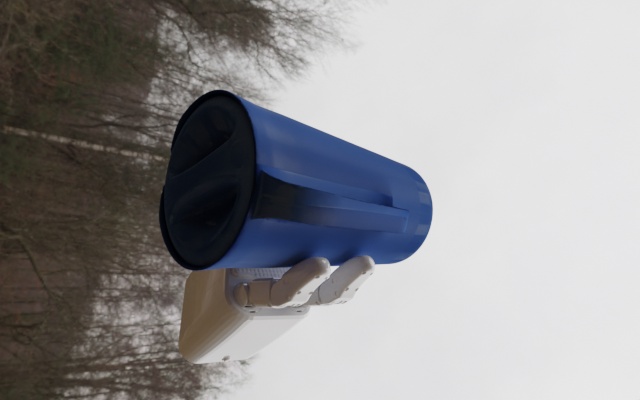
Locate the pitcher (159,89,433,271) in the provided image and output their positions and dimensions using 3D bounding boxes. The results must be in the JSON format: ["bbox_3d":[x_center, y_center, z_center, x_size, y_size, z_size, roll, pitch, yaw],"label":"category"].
[{"bbox_3d":[0.000,0.001,0.420,0.243,0.149,0.145,10,-44,-44],"label":"pitcher"}]
